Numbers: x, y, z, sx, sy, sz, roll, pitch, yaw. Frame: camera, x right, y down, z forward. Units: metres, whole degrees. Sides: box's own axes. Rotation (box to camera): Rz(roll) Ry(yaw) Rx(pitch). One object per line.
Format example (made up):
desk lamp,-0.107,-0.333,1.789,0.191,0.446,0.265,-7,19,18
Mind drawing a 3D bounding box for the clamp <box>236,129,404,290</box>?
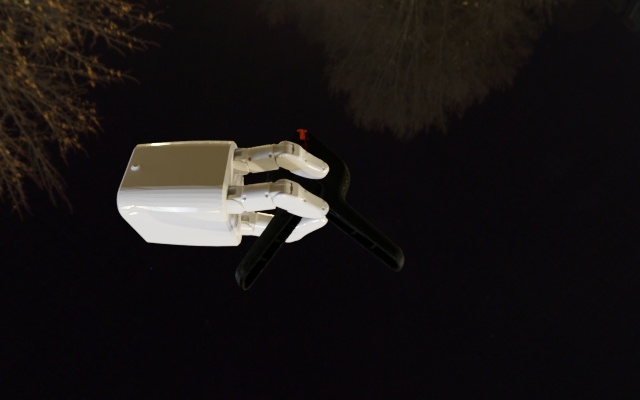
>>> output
clamp,0.000,0.002,0.521,0.164,0.209,0.036,0,-40,0
